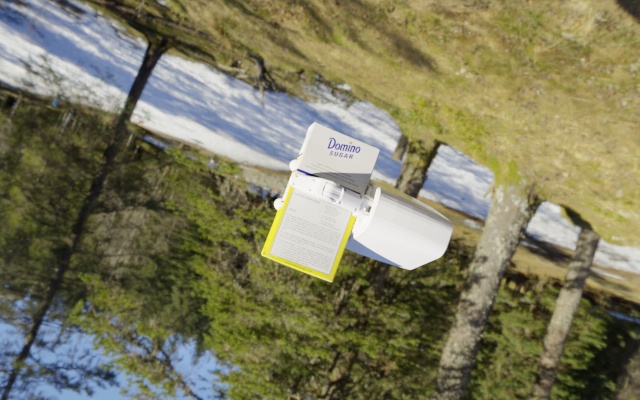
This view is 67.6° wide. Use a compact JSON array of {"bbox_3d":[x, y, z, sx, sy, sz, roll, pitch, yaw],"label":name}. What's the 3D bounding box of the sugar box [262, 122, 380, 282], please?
[{"bbox_3d":[0.000,0.002,0.597,0.093,0.176,0.048,22,-7,-10],"label":"sugar box"}]
